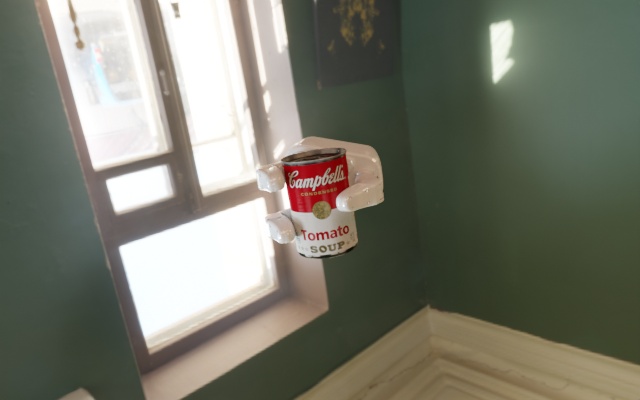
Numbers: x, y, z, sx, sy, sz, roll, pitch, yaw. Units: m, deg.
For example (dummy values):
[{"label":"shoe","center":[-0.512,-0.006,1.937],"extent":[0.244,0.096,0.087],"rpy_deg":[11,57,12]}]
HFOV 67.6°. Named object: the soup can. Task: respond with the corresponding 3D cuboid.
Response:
[{"label":"soup can","center":[0.000,0.002,0.499],"extent":[0.068,0.102,0.068],"rpy_deg":[-8,14,2]}]
